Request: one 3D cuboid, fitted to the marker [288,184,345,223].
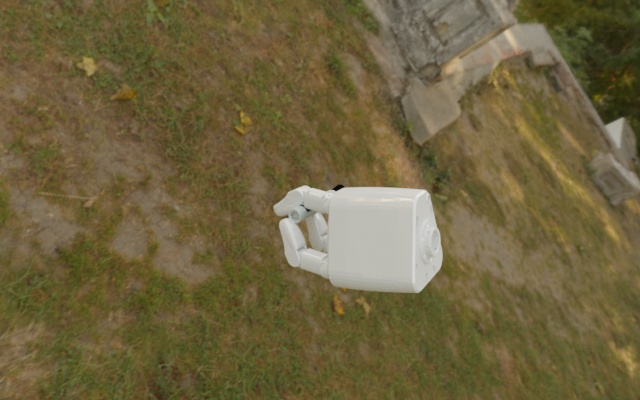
[{"bbox_3d":[0.000,0.002,0.628,0.020,0.020,0.121,0,16,33],"label":"marker"}]
